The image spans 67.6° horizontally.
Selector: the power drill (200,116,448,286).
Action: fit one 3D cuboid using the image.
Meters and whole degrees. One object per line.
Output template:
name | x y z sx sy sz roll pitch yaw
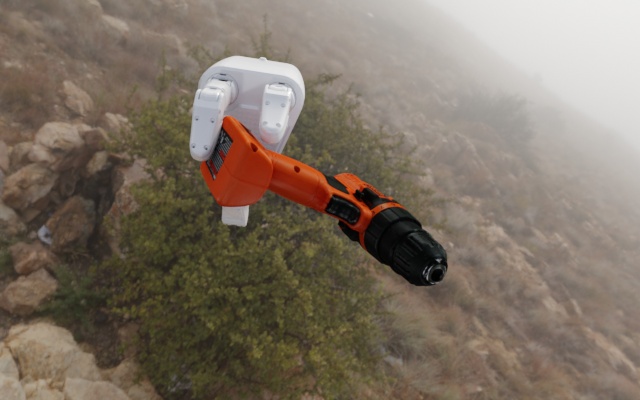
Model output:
power drill | 0.000 0.001 0.409 0.188 0.057 0.184 24 9 -30
